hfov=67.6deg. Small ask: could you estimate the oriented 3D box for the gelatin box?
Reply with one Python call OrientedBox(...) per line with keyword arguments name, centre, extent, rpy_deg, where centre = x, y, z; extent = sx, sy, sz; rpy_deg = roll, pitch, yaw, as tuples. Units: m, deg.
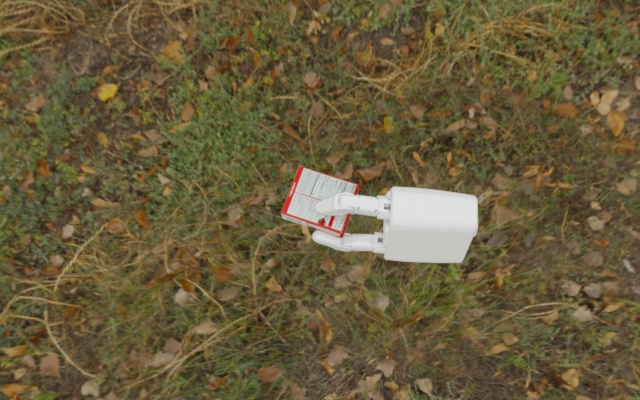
OrientedBox(name="gelatin box", centre=(0.000, 0.002, 0.647), extent=(0.089, 0.073, 0.030), rpy_deg=(18, -16, 5))
